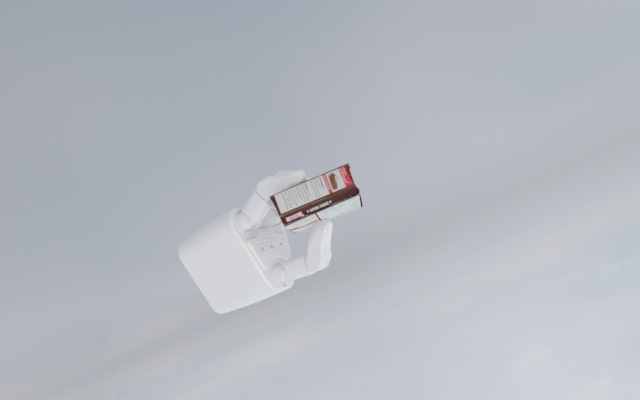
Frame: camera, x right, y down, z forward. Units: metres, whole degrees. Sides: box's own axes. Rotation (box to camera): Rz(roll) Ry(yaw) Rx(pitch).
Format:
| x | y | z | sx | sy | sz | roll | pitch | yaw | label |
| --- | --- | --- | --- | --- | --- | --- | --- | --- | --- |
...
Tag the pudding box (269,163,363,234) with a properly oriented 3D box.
| x | y | z | sx | sy | sz | roll | pitch | yaw | label |
| --- | --- | --- | --- | --- | --- | --- | --- | --- | --- |
| 0.000 | 0.002 | 0.537 | 0.090 | 0.039 | 0.113 | -24 | -8 | 2 | pudding box |
